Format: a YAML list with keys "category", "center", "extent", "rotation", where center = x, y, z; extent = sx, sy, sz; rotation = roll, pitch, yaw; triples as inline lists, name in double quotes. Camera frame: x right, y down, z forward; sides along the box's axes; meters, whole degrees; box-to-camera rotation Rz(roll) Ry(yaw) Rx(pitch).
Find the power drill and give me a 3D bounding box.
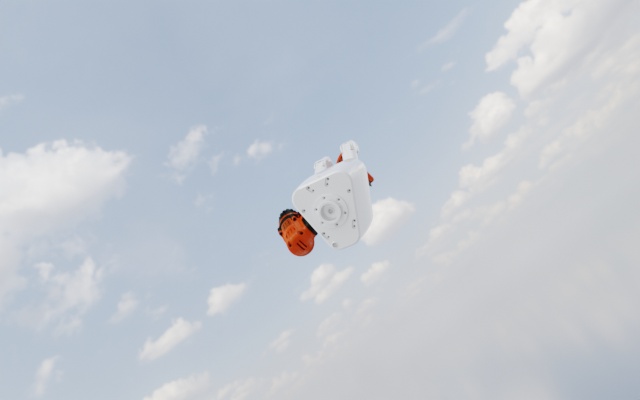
- category: "power drill"
  center: [0.000, 0.002, 0.840]
  extent: [0.057, 0.187, 0.184]
  rotation: [41, 3, -18]
